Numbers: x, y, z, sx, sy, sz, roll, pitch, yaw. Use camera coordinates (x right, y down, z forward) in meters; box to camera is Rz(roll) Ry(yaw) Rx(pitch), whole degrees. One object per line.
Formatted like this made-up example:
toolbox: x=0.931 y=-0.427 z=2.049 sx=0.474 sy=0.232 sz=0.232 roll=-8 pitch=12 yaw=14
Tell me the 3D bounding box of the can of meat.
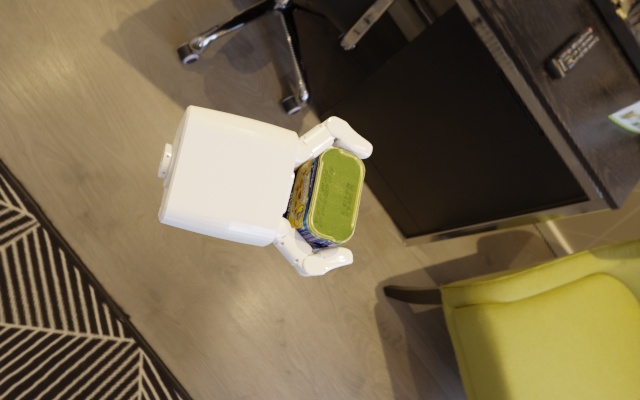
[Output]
can of meat: x=0.000 y=0.002 z=0.508 sx=0.057 sy=0.102 sz=0.084 roll=17 pitch=-18 yaw=-21
